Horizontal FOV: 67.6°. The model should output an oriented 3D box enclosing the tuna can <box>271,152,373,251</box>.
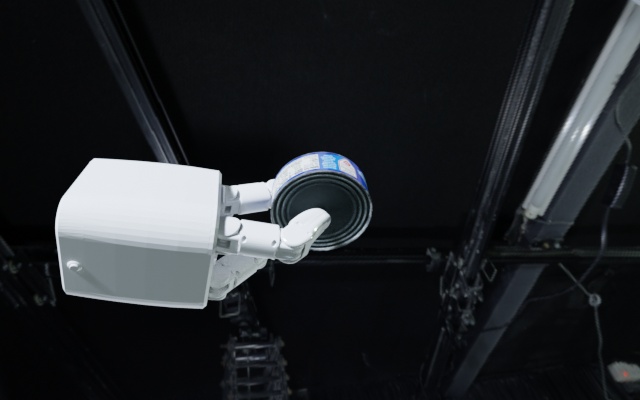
[{"bbox_3d":[0.000,0.001,0.414,0.086,0.086,0.033,0,37,-5],"label":"tuna can"}]
